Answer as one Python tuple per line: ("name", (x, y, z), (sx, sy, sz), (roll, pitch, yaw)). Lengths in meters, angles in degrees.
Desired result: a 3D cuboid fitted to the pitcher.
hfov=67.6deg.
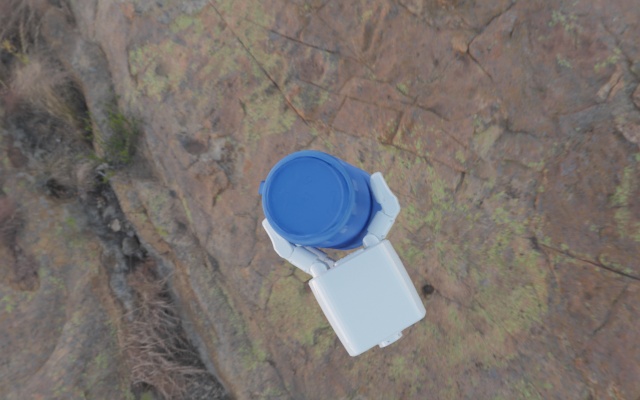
("pitcher", (0.000, 0.002, 0.643), (0.149, 0.145, 0.243), (-31, -10, 9))
